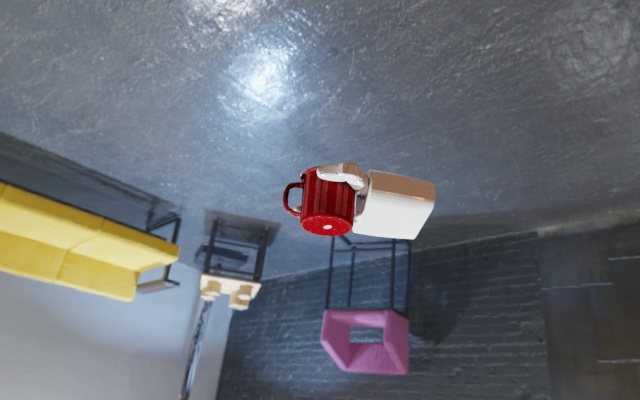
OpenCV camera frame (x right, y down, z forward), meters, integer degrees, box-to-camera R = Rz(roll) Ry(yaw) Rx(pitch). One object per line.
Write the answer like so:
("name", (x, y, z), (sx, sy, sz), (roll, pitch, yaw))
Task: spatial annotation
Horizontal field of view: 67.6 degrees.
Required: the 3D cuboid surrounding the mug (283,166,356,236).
("mug", (-0.001, 0.002, 0.734), (0.117, 0.081, 0.093), (8, -25, -6))
